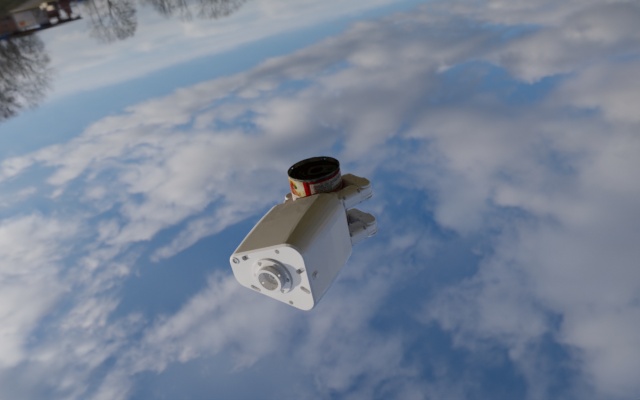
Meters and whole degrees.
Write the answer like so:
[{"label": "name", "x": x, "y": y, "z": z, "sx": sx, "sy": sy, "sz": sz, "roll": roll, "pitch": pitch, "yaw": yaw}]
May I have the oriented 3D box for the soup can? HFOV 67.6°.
[{"label": "soup can", "x": 0.000, "y": 0.002, "z": 0.629, "sx": 0.068, "sy": 0.102, "sz": 0.068, "roll": -9, "pitch": 28, "yaw": 5}]
